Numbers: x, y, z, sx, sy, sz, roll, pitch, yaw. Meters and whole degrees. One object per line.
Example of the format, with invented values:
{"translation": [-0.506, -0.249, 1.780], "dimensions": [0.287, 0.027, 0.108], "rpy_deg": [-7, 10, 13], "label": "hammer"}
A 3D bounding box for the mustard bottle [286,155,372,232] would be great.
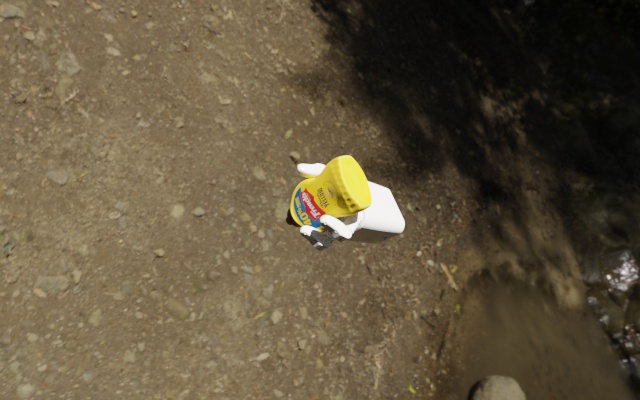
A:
{"translation": [0.000, 0.003, 0.840], "dimensions": [0.058, 0.096, 0.192], "rpy_deg": [-18, -10, -45], "label": "mustard bottle"}
